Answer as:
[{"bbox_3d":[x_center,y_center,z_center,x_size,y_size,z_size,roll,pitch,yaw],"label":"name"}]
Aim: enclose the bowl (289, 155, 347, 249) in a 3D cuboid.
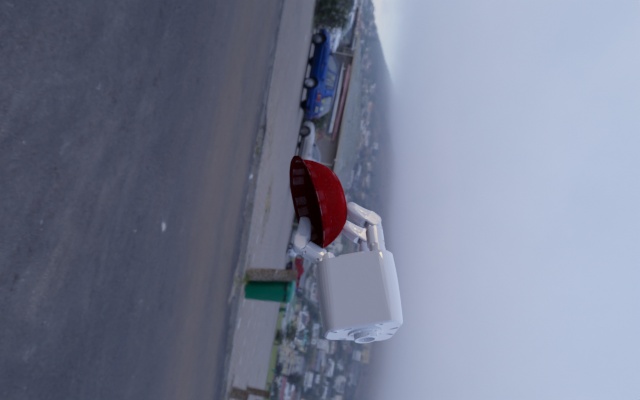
[{"bbox_3d":[0.000,0.001,0.763,0.055,0.162,0.162,-14,4,-16],"label":"bowl"}]
